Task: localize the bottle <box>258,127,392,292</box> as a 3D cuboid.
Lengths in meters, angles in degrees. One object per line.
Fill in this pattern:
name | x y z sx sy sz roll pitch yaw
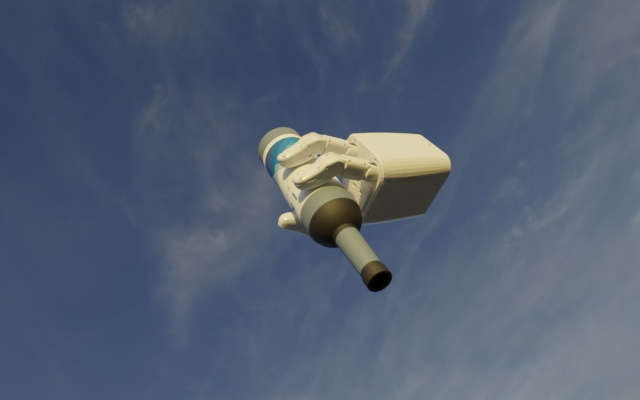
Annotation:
bottle | 0.000 0.002 0.571 0.069 0.069 0.295 0 31 -27
